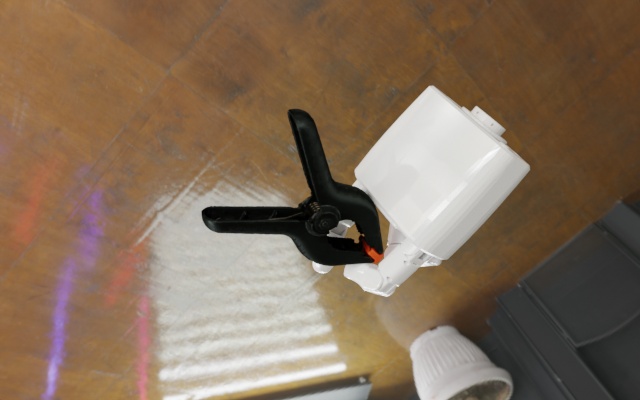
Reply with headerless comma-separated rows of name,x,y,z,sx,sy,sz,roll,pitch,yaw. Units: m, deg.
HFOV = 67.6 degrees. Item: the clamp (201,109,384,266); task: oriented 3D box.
clamp,0.000,0.002,0.408,0.171,0.120,0.039,24,25,-34
